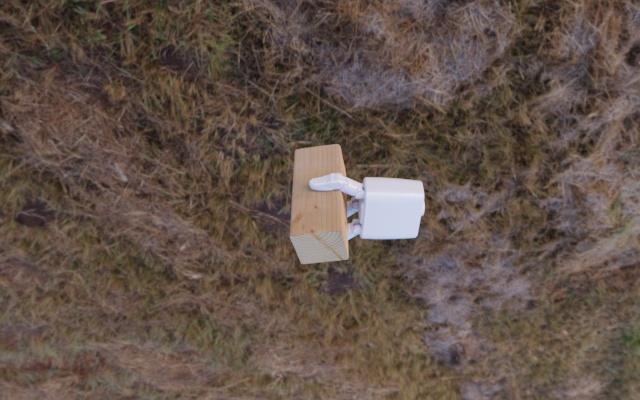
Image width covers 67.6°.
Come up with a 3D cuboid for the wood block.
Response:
[{"bbox_3d":[0.000,0.003,0.886,0.090,0.206,0.091,-6,-40,8],"label":"wood block"}]
